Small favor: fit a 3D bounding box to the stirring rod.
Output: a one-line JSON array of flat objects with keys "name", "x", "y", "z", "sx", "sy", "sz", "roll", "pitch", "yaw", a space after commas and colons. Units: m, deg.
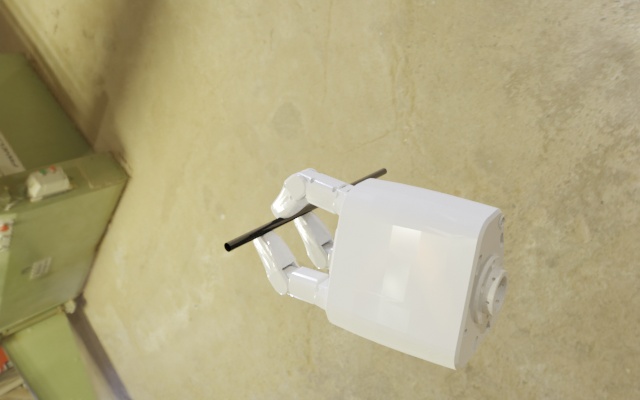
[{"name": "stirring rod", "x": 0.000, "y": 0.001, "z": 0.465, "sx": 0.011, "sy": 0.011, "sz": 0.239, "roll": 0, "pitch": 17, "yaw": 40}]
